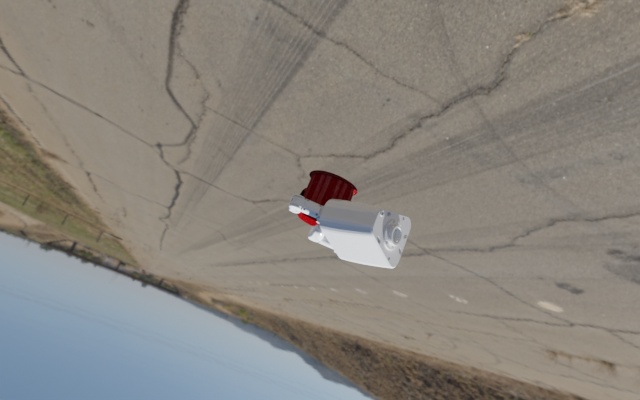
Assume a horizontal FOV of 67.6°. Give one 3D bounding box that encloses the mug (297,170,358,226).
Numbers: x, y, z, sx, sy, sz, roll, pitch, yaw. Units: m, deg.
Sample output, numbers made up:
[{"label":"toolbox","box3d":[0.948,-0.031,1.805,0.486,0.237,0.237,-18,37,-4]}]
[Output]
[{"label":"mug","box3d":[-0.001,0.003,0.859,0.117,0.081,0.093,7,-23,43]}]
